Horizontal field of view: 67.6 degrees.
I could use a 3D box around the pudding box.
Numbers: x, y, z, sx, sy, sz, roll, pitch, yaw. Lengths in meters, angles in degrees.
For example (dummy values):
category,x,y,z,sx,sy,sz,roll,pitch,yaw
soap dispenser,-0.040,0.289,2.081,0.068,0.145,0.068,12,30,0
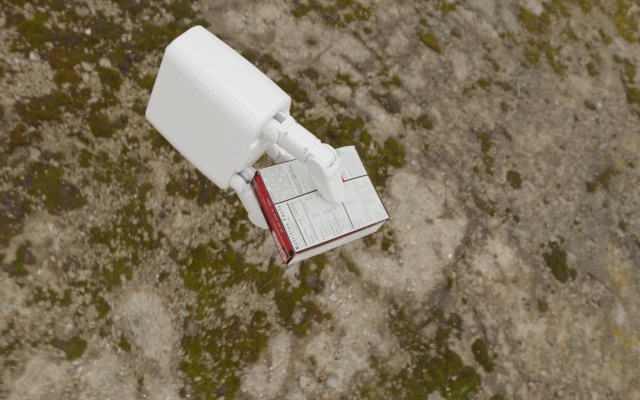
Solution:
category,x,y,z,sx,sy,sz,roll,pitch,yaw
pudding box,0.000,0.001,0.463,0.113,0.090,0.039,-18,-15,-25
